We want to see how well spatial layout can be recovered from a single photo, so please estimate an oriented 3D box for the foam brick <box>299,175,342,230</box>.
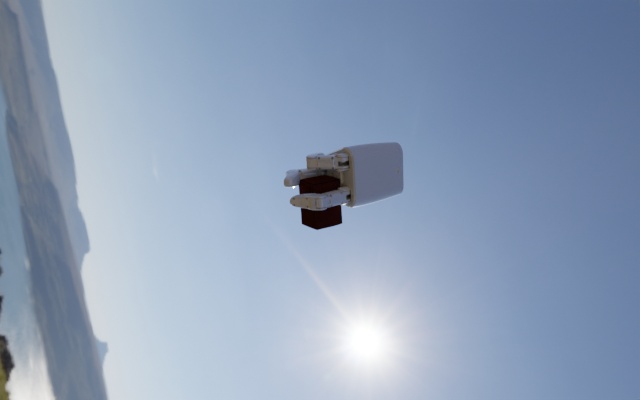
[{"bbox_3d":[0.000,0.003,0.785,0.051,0.078,0.053,-12,17,-29],"label":"foam brick"}]
